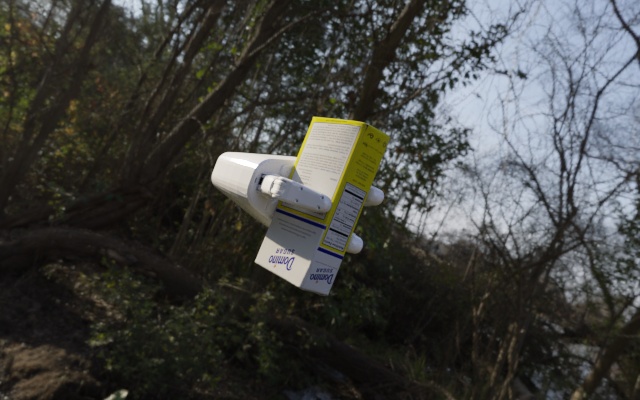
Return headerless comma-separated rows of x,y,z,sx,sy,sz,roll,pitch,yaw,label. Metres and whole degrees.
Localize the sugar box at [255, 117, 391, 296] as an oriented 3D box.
0.000,0.002,0.506,0.048,0.176,0.093,22,-2,-38,sugar box
